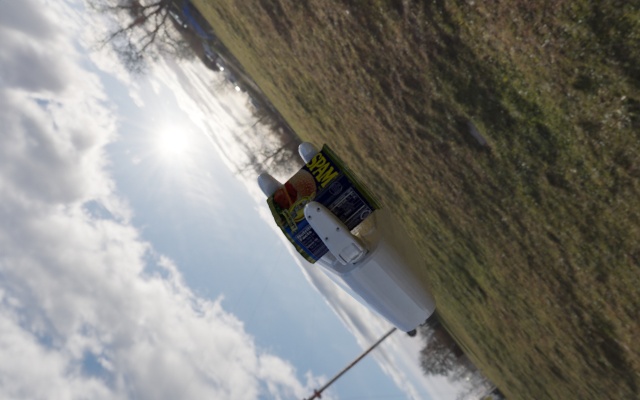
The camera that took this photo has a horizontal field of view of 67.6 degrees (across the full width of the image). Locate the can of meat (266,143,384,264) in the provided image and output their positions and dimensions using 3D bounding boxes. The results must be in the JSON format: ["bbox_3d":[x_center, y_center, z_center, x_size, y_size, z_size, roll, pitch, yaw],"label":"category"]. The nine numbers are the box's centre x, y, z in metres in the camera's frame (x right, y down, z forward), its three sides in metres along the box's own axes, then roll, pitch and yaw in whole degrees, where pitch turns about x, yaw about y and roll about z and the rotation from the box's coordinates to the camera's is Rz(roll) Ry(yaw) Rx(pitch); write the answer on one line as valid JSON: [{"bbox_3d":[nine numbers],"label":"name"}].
[{"bbox_3d":[0.000,0.002,0.459,0.057,0.084,0.102,46,4,-27],"label":"can of meat"}]
